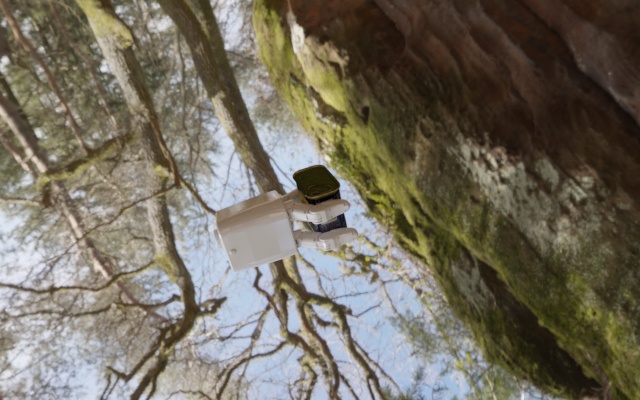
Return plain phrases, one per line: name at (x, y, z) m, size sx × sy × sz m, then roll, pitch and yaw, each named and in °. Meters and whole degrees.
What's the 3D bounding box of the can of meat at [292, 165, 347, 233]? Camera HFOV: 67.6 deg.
can of meat at (0.000, 0.003, 0.763) m, size 0.057 × 0.084 × 0.102 m, roll -20°, pitch 31°, yaw -11°
